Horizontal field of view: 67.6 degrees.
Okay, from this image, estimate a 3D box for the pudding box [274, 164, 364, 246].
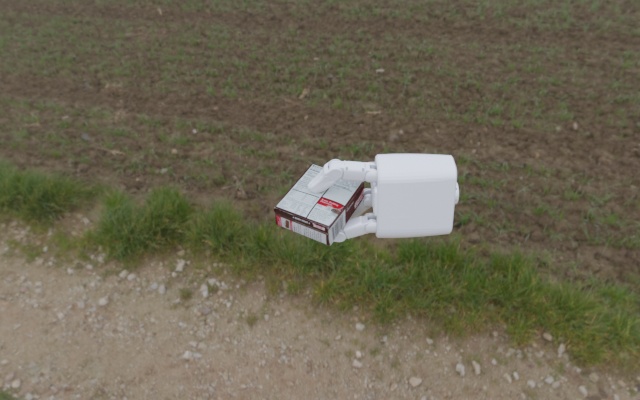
[{"bbox_3d":[0.000,0.002,0.683,0.090,0.039,0.113,19,46,22],"label":"pudding box"}]
